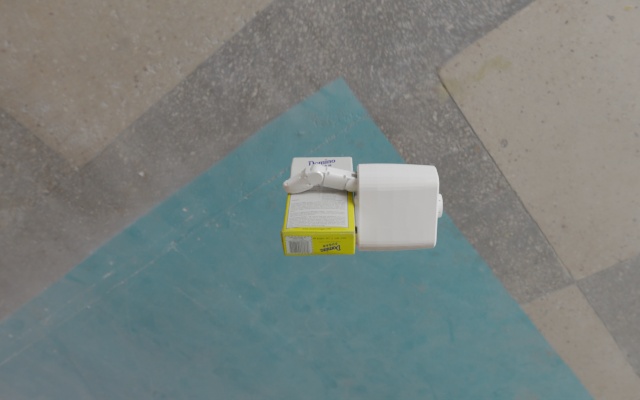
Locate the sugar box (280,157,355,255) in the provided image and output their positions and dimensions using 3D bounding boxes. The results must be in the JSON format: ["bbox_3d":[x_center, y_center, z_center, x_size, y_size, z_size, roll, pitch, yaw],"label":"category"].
[{"bbox_3d":[0.000,0.003,0.664,0.093,0.048,0.176,0,34,3],"label":"sugar box"}]
